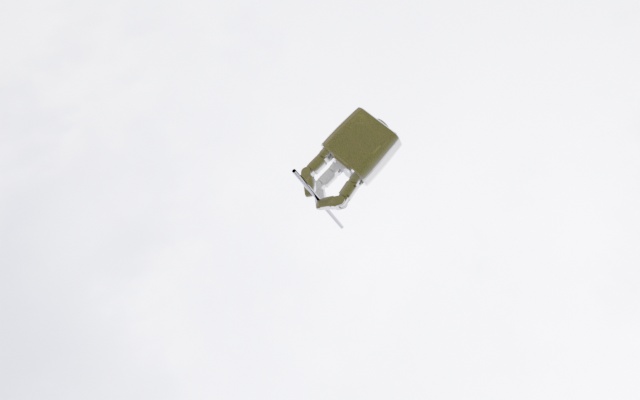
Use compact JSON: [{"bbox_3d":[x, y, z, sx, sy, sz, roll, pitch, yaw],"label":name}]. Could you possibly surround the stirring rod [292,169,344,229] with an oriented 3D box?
[{"bbox_3d":[0.000,0.003,0.895,0.011,0.011,0.240,0,-26,24],"label":"stirring rod"}]
